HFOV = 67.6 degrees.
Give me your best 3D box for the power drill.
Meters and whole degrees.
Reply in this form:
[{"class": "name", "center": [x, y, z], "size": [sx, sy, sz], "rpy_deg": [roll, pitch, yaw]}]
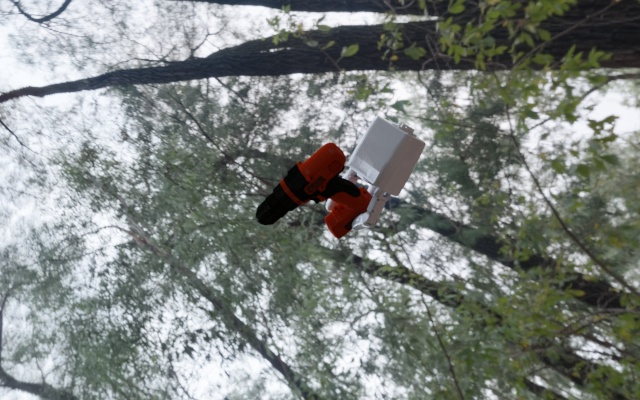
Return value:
[{"class": "power drill", "center": [0.001, 0.003, 0.839], "size": [0.184, 0.057, 0.188], "rpy_deg": [-40, -38, 12]}]
